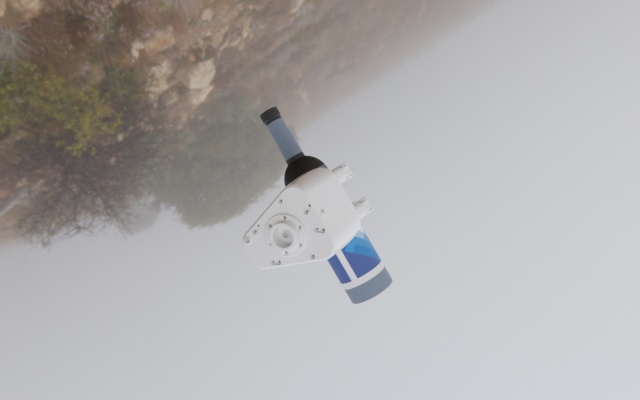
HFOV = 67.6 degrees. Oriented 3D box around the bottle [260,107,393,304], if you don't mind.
[{"bbox_3d":[0.000,0.002,0.675,0.069,0.296,0.069,-30,2,1],"label":"bottle"}]
